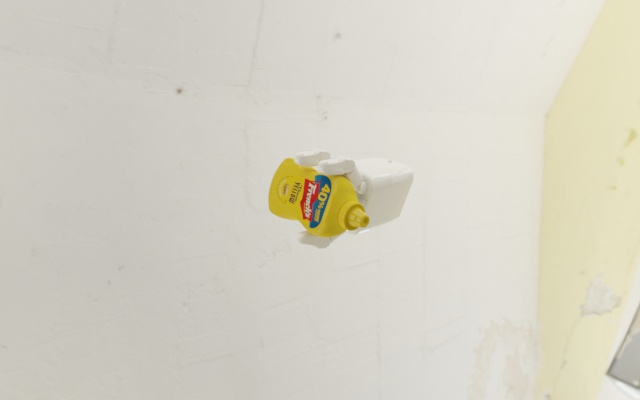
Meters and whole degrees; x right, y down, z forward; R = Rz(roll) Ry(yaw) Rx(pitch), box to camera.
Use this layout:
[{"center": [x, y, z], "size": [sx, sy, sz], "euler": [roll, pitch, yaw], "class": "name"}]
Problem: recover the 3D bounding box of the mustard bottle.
[{"center": [0.000, 0.002, 0.712], "size": [0.058, 0.096, 0.191], "euler": [15, 6, -44], "class": "mustard bottle"}]
